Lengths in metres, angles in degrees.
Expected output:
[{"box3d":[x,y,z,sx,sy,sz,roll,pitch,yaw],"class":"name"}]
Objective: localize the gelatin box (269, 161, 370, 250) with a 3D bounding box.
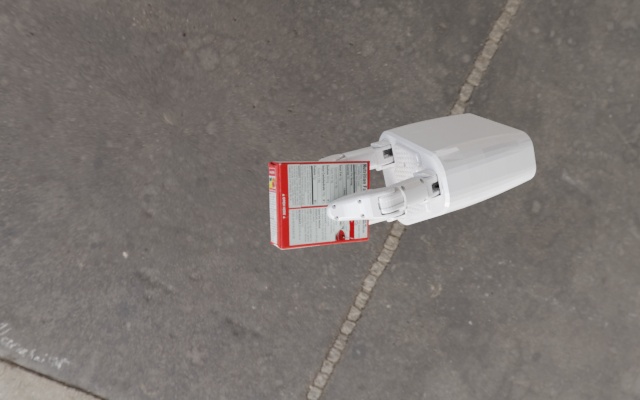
[{"box3d":[0.000,0.001,0.423,0.089,0.073,0.030,-4,7,-25],"class":"gelatin box"}]
